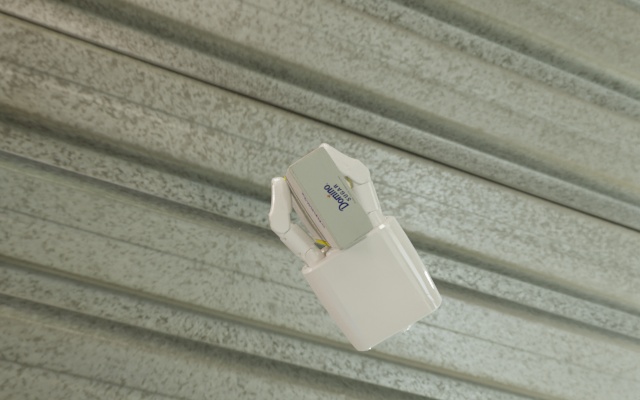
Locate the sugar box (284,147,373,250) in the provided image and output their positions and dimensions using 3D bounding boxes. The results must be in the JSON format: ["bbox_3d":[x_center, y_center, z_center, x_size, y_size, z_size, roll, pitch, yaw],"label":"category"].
[{"bbox_3d":[0.001,0.002,0.521,0.048,0.093,0.176,-33,2,-10],"label":"sugar box"}]
